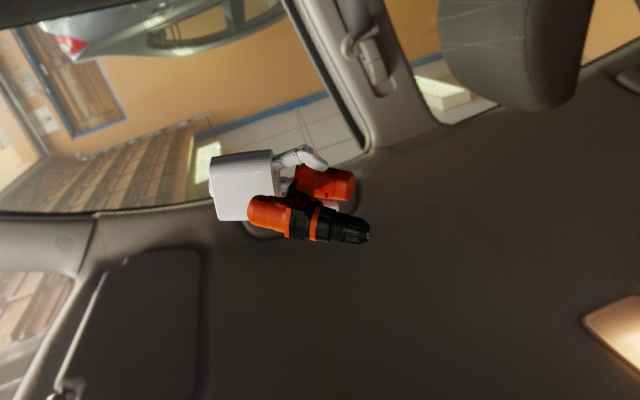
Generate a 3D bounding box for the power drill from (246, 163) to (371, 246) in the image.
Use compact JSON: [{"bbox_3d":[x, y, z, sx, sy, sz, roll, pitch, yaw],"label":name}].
[{"bbox_3d":[0.000,0.002,0.750,0.184,0.057,0.187,13,24,11],"label":"power drill"}]
